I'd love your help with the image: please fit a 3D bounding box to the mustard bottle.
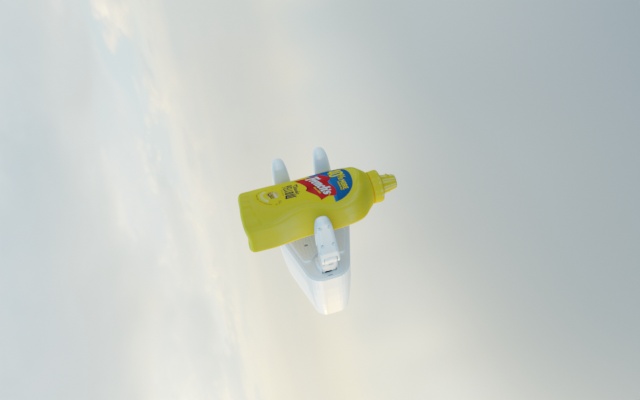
[{"bbox_3d":[0.000,0.002,0.578,0.191,0.058,0.096,-15,28,-6],"label":"mustard bottle"}]
